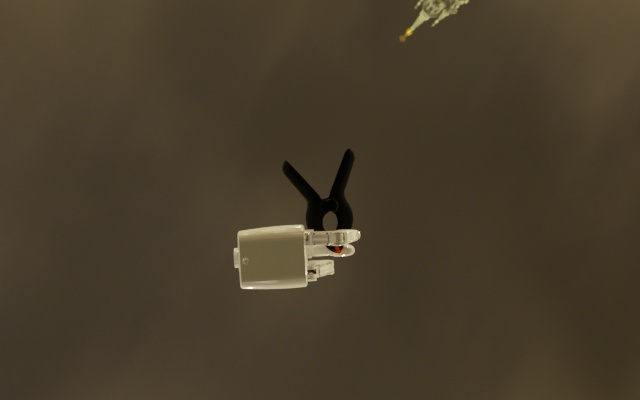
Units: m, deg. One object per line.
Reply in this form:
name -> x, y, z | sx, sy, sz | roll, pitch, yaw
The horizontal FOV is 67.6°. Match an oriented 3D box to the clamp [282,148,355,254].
clamp -> 0.000, 0.003, 0.781 | 0.120, 0.171, 0.039 | -3, 2, -5
